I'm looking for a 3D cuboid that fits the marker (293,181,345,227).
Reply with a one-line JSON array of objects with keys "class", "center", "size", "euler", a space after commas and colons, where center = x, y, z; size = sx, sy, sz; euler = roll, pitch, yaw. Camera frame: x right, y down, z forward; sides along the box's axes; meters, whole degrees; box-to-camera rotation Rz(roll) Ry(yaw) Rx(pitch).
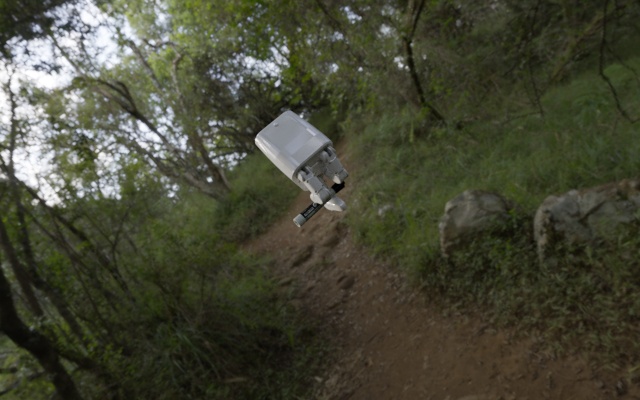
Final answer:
[{"class": "marker", "center": [0.000, 0.003, 0.876], "size": [0.121, 0.020, 0.020], "euler": [-42, 15, -17]}]
